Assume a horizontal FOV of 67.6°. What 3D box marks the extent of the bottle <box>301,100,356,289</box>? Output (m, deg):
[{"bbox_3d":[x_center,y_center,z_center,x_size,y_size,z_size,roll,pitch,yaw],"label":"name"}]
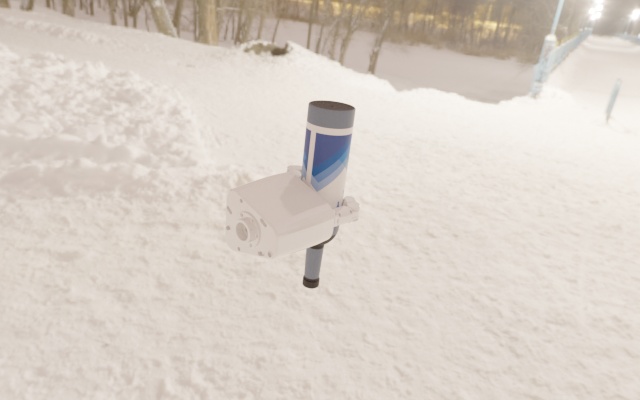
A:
[{"bbox_3d":[0.000,0.002,0.721,0.069,0.296,0.069,6,23,-2],"label":"bottle"}]
